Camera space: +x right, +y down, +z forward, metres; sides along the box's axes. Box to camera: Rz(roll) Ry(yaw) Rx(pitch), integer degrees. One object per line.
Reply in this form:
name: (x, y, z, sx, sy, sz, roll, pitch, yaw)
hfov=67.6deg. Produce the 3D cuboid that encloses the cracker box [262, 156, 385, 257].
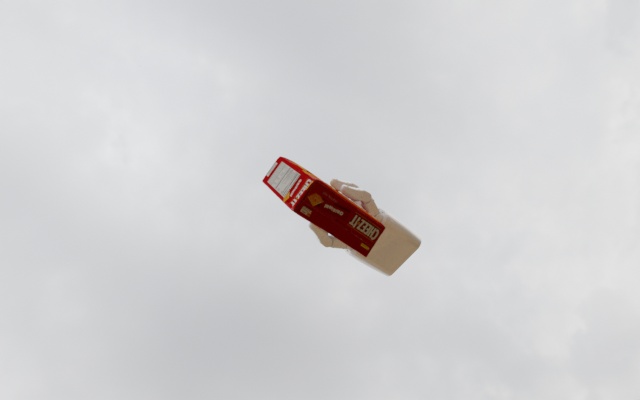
cracker box: (0.000, 0.003, 0.871, 0.164, 0.072, 0.213, 33, 2, -25)
